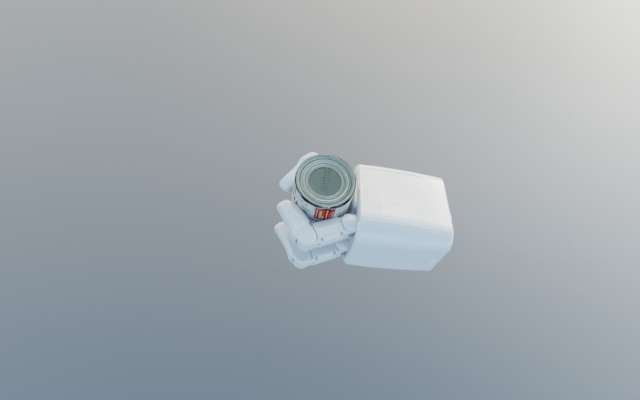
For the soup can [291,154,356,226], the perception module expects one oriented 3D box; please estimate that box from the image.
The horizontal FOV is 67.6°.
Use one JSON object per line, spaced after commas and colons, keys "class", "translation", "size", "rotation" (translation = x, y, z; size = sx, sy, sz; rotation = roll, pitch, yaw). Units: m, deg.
{"class": "soup can", "translation": [0.000, 0.001, 0.546], "size": [0.068, 0.068, 0.102], "rotation": [0, -28, -8]}
